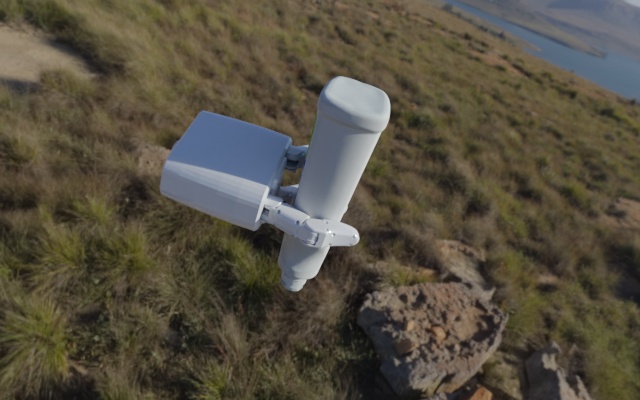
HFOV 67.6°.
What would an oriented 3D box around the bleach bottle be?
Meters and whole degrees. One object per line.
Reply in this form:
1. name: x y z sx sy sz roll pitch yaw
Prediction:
1. bleach bottle: 0.000 0.002 0.514 0.068 0.251 0.102 19 29 0
